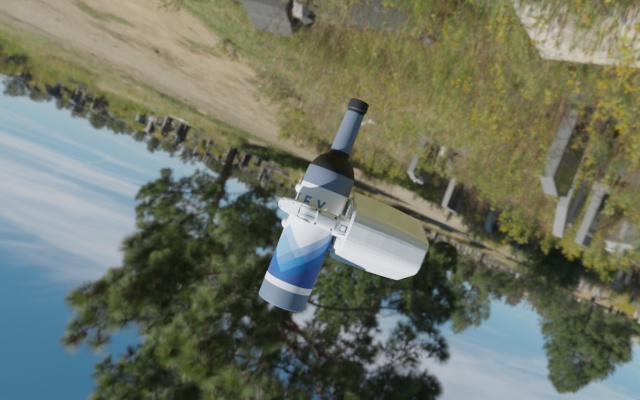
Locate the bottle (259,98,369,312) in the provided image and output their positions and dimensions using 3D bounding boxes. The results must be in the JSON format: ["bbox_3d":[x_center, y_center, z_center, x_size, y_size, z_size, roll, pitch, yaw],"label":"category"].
[{"bbox_3d":[0.000,0.002,0.654,0.069,0.295,0.069,22,1,0],"label":"bottle"}]
